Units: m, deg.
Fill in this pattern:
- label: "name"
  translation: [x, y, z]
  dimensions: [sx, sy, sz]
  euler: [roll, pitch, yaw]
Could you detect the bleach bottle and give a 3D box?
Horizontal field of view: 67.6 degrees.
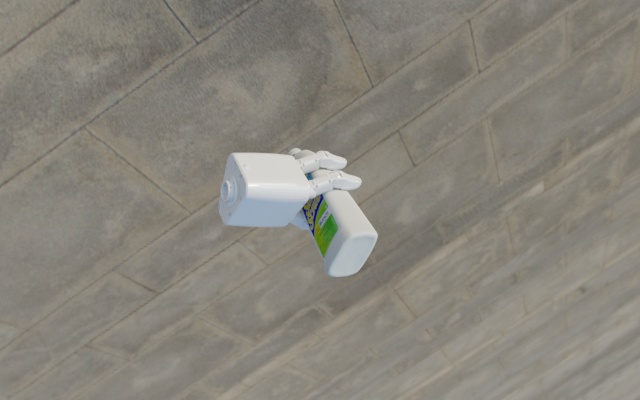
- label: "bleach bottle"
  translation: [0.000, 0.003, 0.807]
  dimensions: [0.068, 0.103, 0.250]
  euler: [1, 40, -33]
